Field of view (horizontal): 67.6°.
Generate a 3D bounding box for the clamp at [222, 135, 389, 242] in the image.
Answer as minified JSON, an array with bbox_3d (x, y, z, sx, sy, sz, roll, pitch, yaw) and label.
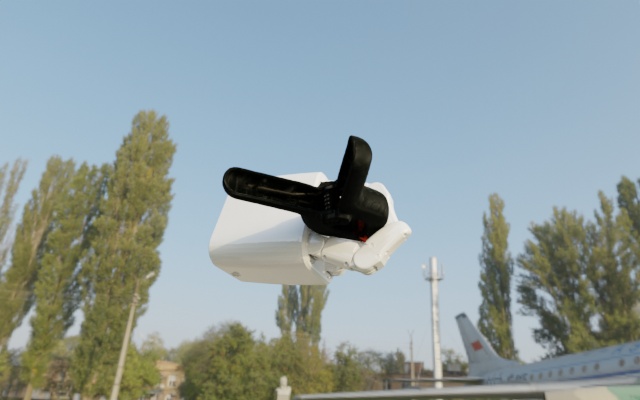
[{"bbox_3d":[0.000,0.001,0.409,0.120,0.039,0.171,-2,-25,19],"label":"clamp"}]
